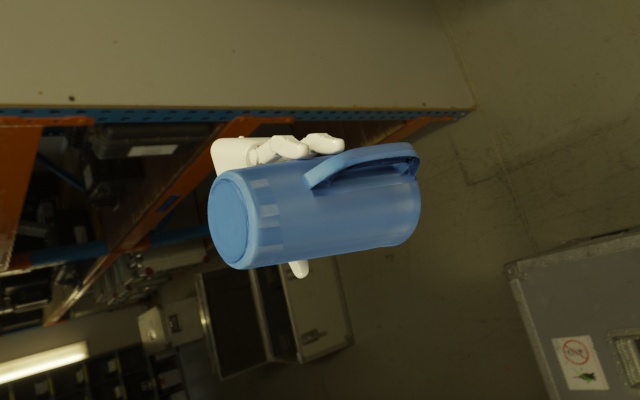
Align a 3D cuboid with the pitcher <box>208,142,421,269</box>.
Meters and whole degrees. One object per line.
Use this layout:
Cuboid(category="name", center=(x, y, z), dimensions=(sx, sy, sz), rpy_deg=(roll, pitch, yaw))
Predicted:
Cuboid(category="pitcher", center=(0.000, 0.002, 0.571), dimensions=(0.243, 0.149, 0.145), rpy_deg=(-8, 16, -38))
